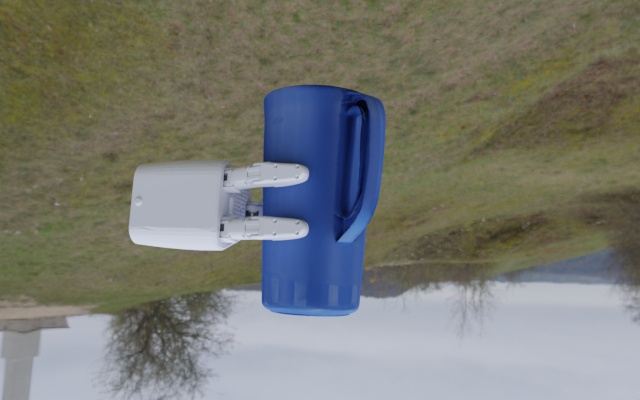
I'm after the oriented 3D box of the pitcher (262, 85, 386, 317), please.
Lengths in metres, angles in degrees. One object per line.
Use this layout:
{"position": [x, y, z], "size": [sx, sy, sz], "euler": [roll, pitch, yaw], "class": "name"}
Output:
{"position": [0.000, 0.002, 0.531], "size": [0.145, 0.243, 0.149], "euler": [1, -8, 10], "class": "pitcher"}
